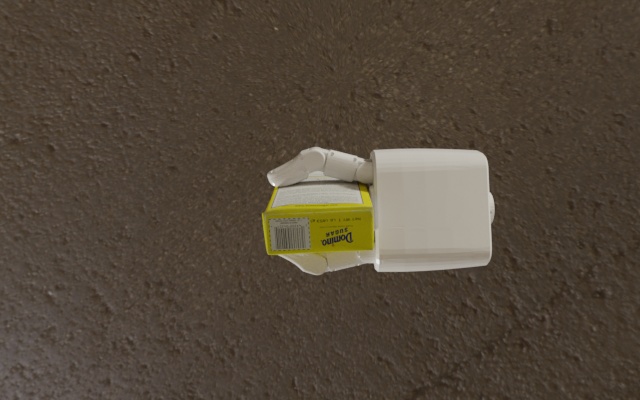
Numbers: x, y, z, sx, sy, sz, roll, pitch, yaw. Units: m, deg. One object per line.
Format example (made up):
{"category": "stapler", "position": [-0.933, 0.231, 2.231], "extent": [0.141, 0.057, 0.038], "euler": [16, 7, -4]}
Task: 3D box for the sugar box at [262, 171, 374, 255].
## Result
{"category": "sugar box", "position": [0.000, 0.002, 0.479], "extent": [0.093, 0.048, 0.176], "euler": [-2, 14, 2]}
